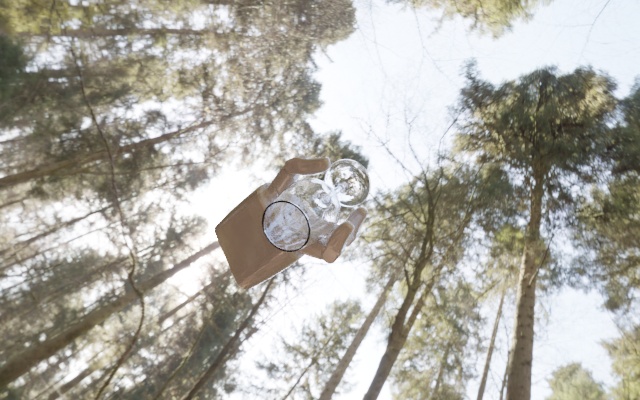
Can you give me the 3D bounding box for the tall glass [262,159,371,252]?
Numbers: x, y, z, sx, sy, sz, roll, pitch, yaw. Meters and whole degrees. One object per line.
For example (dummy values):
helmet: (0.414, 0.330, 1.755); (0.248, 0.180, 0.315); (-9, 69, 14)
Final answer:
tall glass: (0.000, 0.002, 0.624); (0.079, 0.079, 0.201); (0, 16, 25)
